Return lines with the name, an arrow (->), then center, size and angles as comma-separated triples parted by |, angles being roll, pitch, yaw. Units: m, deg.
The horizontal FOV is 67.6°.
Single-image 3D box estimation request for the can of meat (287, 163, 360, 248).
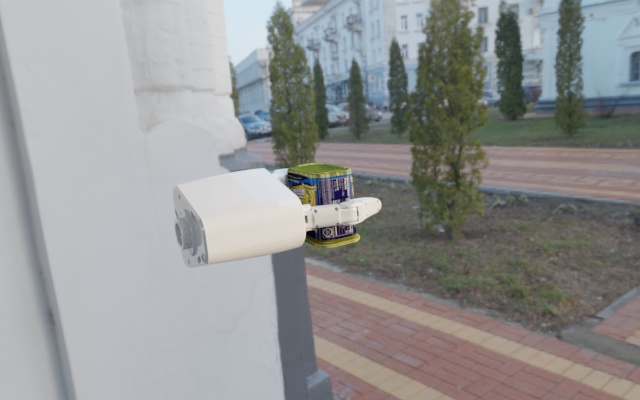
can of meat -> 0.000, 0.002, 0.567 | 0.057, 0.084, 0.102 | -11, 13, -25
